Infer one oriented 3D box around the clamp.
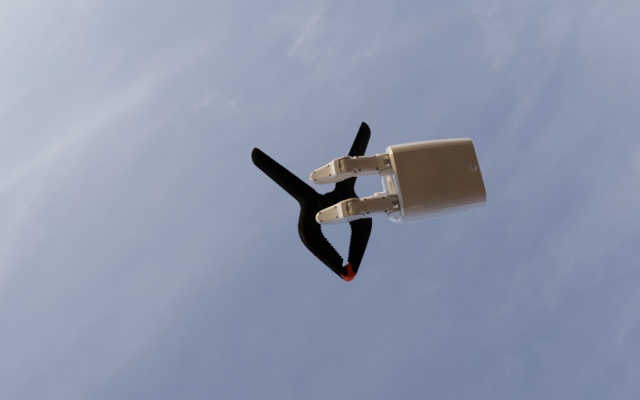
[{"bbox_3d":[0.000,0.003,0.617,0.164,0.210,0.036,-8,-19,-2],"label":"clamp"}]
